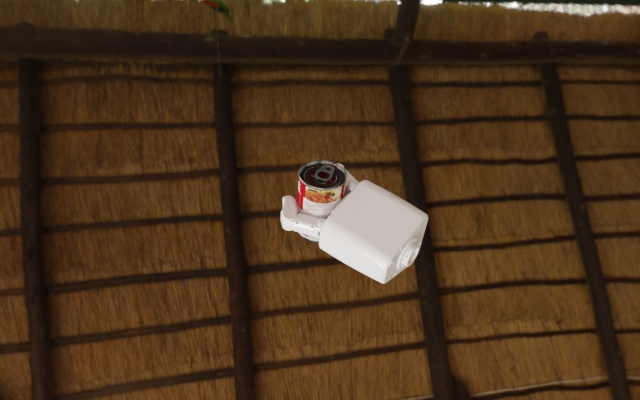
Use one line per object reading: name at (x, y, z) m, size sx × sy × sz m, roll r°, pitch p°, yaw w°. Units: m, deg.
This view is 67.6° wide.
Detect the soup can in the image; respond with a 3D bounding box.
soup can at (0.000, 0.002, 0.689) m, size 0.068 × 0.102 × 0.068 m, roll 3°, pitch 39°, yaw -3°
